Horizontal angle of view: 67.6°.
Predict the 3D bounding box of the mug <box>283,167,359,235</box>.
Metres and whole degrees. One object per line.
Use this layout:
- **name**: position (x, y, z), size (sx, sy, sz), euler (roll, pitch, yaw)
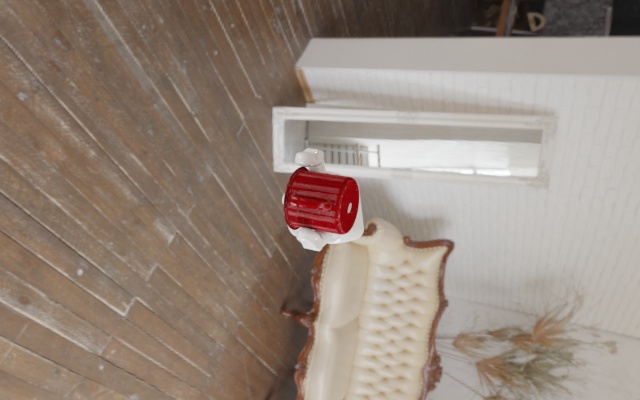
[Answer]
- **mug**: position (0.000, 0.002, 0.664), size (0.081, 0.093, 0.117), euler (9, 1, 23)
